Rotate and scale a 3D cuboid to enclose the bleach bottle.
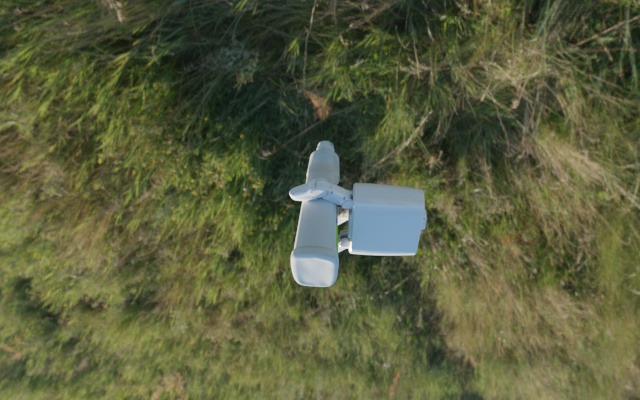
[{"bbox_3d":[0.000,0.003,0.754,0.068,0.250,0.103,3,-35,2],"label":"bleach bottle"}]
